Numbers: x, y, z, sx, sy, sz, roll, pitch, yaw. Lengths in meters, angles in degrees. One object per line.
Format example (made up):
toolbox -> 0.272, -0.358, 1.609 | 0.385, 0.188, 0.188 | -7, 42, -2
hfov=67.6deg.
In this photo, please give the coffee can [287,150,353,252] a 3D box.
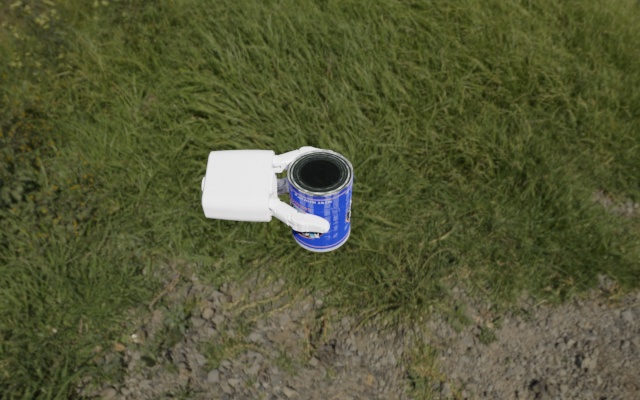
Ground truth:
coffee can -> 0.000, 0.003, 0.787 | 0.103, 0.102, 0.140 | 0, -43, 0
